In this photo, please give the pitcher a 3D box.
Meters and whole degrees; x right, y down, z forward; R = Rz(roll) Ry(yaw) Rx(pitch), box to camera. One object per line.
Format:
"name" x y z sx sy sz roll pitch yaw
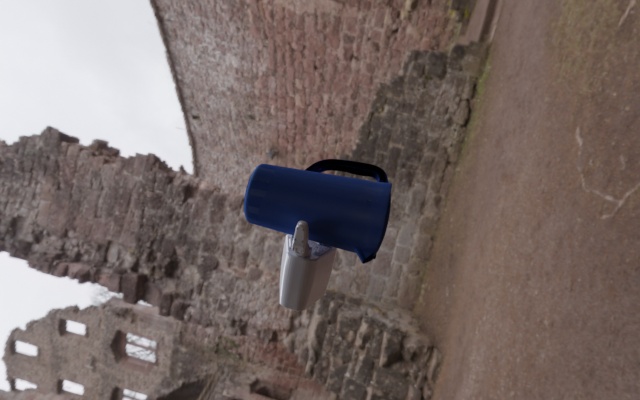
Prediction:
"pitcher" 0.000 0.003 0.833 0.243 0.145 0.149 13 16 7
